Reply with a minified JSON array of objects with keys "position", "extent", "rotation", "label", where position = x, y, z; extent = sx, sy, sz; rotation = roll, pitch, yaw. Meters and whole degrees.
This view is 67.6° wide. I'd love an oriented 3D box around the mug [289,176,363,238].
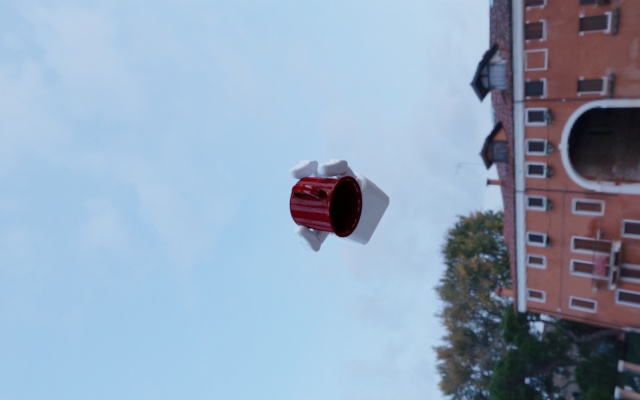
[{"position":[-0.001,0.002,0.722],"extent":[0.081,0.093,0.117],"rotation":[6,-14,35],"label":"mug"}]
